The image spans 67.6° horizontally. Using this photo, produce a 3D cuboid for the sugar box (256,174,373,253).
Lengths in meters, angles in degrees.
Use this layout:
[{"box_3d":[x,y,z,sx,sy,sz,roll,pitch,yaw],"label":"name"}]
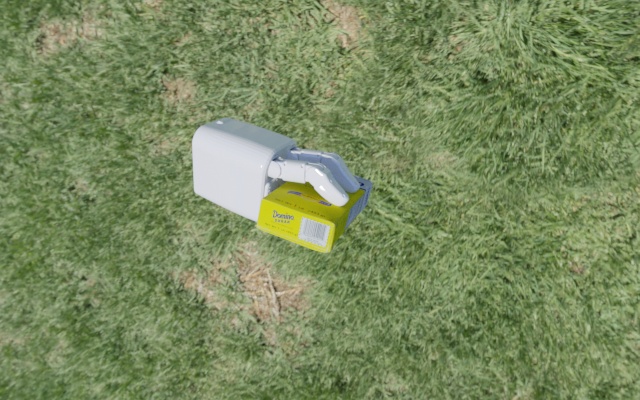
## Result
[{"box_3d":[0.000,0.002,0.613,0.093,0.048,0.176,19,26,13],"label":"sugar box"}]
